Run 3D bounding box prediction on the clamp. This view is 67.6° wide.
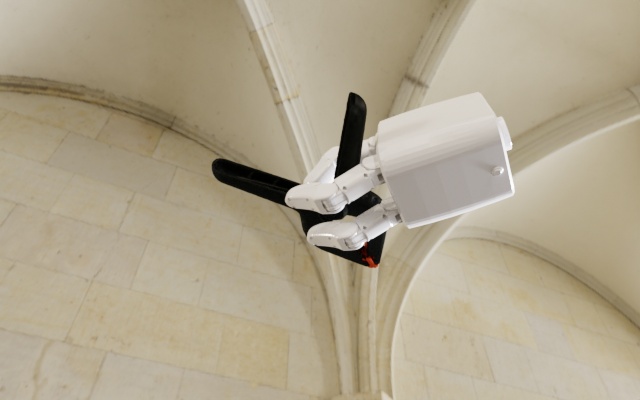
[{"bbox_3d":[0.001,0.001,0.497,0.164,0.210,0.036,-16,39,17],"label":"clamp"}]
